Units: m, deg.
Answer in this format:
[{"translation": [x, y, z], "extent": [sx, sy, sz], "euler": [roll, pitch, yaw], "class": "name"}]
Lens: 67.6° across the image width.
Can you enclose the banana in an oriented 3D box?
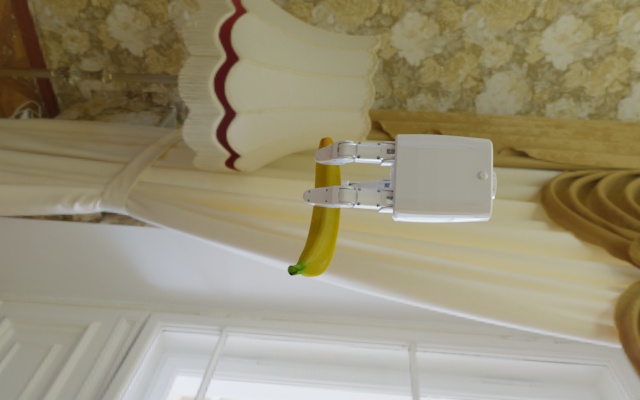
[{"translation": [0.003, 0.015, 0.583], "extent": [0.037, 0.197, 0.070], "euler": [2, -34, 14], "class": "banana"}]
